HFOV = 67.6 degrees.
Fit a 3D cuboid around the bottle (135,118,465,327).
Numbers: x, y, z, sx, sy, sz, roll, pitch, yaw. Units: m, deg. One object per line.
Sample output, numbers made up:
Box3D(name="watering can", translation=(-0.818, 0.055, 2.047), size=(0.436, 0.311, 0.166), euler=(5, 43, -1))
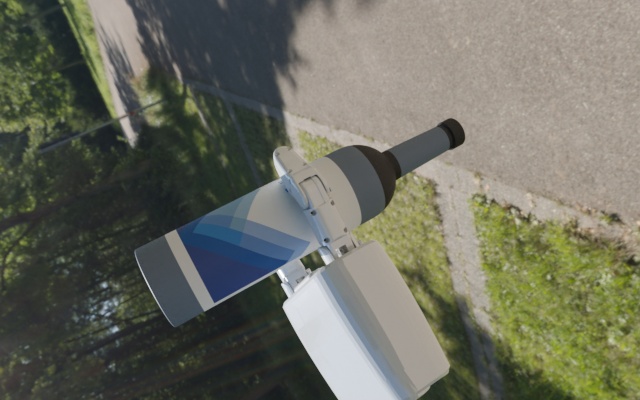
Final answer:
Box3D(name="bottle", translation=(0.000, 0.001, 0.402), size=(0.295, 0.069, 0.069), euler=(-28, 8, -16))
